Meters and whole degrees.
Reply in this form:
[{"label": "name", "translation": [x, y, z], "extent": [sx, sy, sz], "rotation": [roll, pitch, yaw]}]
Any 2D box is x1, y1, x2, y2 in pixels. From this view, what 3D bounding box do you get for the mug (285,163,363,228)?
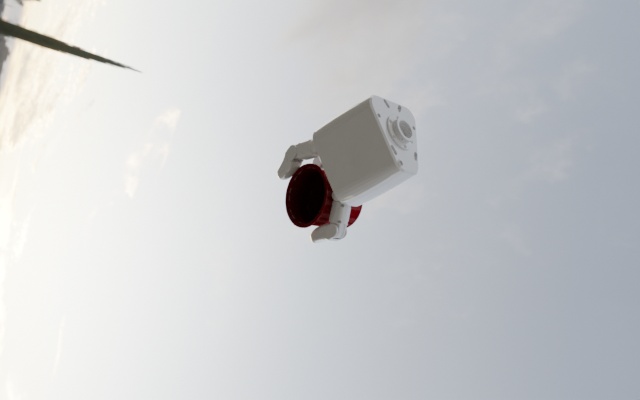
[{"label": "mug", "translation": [-0.001, 0.003, 0.712], "extent": [0.081, 0.093, 0.117], "rotation": [11, -27, -41]}]
